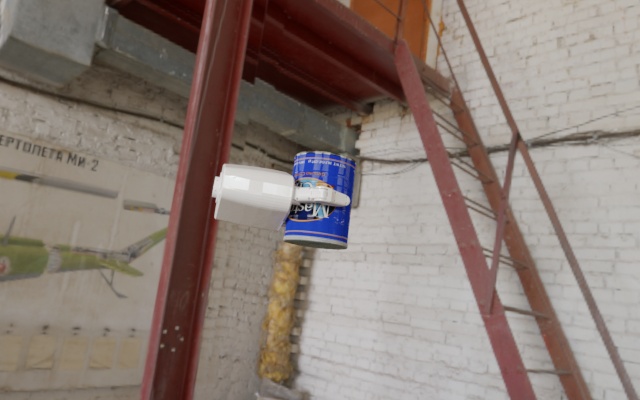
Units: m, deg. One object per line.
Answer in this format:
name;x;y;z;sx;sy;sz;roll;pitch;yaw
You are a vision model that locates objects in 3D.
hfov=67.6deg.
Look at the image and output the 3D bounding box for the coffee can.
coffee can;0.000;0.003;0.769;0.103;0.140;0.103;7;-11;1
